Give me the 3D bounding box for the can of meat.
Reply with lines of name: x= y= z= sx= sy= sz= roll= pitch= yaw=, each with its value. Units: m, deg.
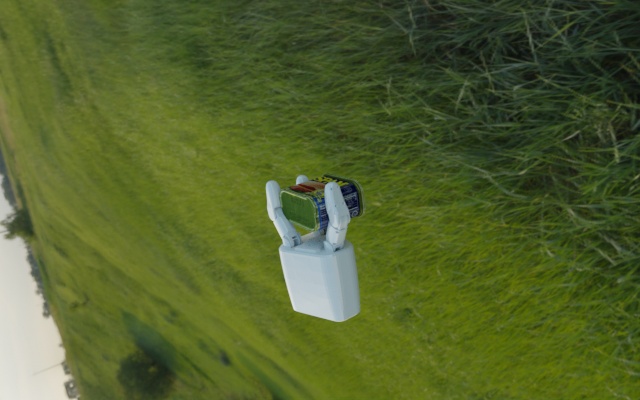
can of meat: x=0.000 y=0.002 z=0.694 sx=0.084 sy=0.057 sz=0.102 roll=-19 pitch=22 yaw=-31
